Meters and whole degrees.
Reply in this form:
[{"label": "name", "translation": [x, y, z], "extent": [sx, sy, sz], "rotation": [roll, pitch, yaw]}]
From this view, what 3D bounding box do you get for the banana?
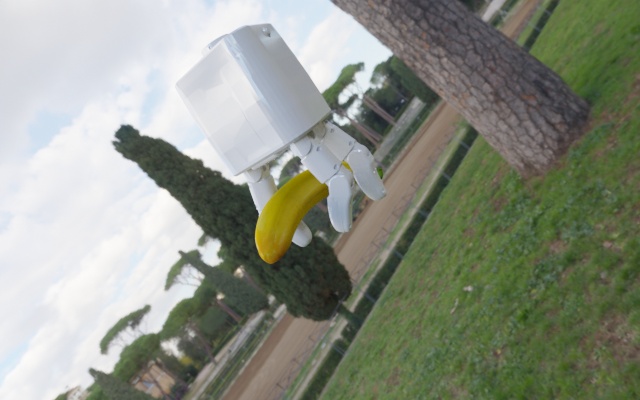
[{"label": "banana", "translation": [-0.013, -0.001, 0.480], "extent": [0.069, 0.037, 0.197], "rotation": [4, 29, 37]}]
